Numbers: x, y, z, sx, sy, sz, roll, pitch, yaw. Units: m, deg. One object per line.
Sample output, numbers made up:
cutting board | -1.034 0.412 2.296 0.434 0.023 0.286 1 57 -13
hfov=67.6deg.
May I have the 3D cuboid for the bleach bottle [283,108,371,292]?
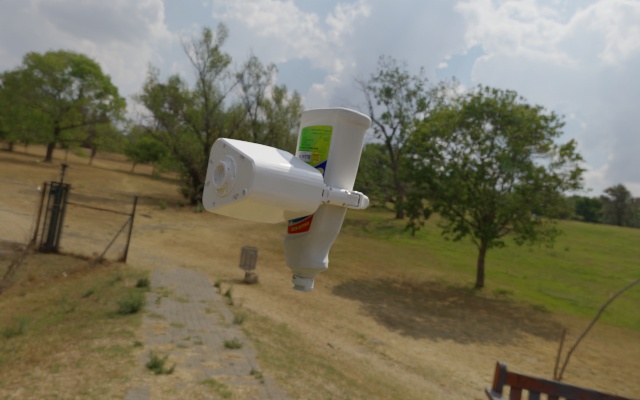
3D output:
bleach bottle | 0.000 0.002 0.665 0.068 0.251 0.102 10 -1 -42
